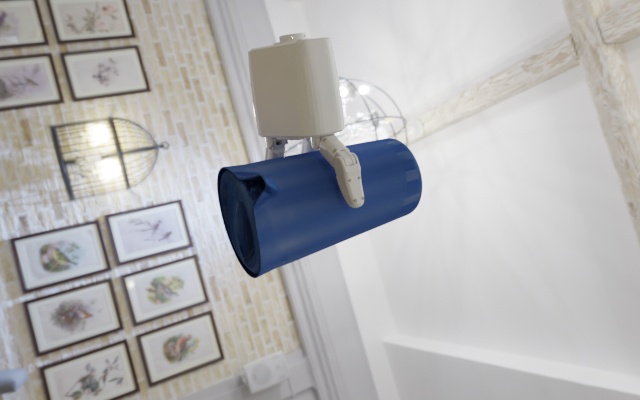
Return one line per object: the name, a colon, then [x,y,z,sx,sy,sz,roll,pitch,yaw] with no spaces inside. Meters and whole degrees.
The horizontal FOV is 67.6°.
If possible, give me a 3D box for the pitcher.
pitcher: [0.000,0.002,0.607,0.243,0.145,0.149,-16,19,-25]
